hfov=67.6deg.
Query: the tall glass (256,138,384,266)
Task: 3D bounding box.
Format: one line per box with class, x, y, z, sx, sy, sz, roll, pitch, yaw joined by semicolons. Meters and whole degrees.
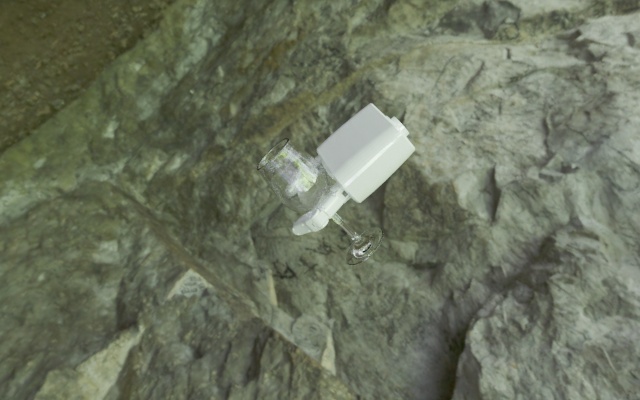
tall glass;0.000;0.003;0.688;0.201;0.079;0.079;45;-18;-19
